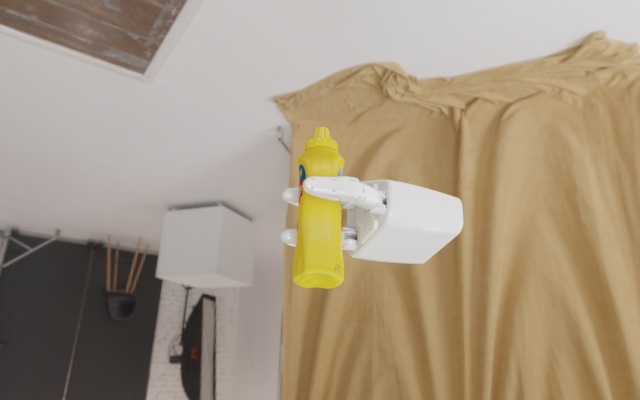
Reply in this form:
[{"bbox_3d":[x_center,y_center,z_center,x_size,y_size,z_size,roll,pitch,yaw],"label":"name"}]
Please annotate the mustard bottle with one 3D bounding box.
[{"bbox_3d":[0.000,0.002,0.562,0.058,0.191,0.096,2,-19,1],"label":"mustard bottle"}]
